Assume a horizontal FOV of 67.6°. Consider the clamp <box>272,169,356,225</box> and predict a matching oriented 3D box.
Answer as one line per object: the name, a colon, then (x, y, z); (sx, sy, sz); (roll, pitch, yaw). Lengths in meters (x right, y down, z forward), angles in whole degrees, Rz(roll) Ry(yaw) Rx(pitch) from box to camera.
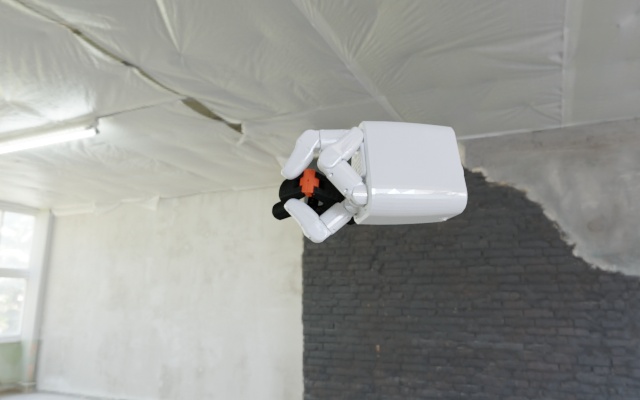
clamp: (0.000, 0.001, 0.600); (0.120, 0.039, 0.171); (0, -12, -7)
